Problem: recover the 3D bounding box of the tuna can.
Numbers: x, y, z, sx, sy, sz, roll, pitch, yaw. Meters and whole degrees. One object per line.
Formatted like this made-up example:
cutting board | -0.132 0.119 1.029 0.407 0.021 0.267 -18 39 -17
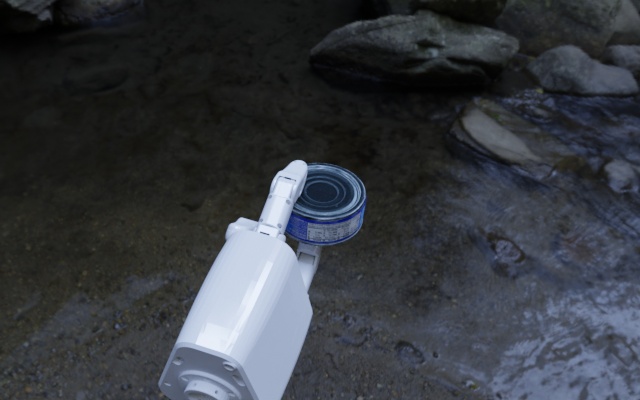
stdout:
tuna can | 0.000 0.001 0.455 0.086 0.034 0.086 3 41 -3
